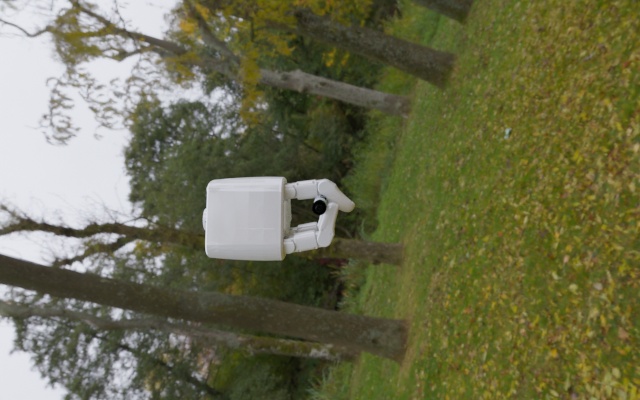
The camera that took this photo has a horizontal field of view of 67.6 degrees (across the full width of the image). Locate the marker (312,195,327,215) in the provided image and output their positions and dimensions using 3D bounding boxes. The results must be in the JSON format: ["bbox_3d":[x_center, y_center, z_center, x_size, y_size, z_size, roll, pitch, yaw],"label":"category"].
[{"bbox_3d":[0.000,0.002,0.654,0.020,0.020,0.121,0,8,2],"label":"marker"}]
